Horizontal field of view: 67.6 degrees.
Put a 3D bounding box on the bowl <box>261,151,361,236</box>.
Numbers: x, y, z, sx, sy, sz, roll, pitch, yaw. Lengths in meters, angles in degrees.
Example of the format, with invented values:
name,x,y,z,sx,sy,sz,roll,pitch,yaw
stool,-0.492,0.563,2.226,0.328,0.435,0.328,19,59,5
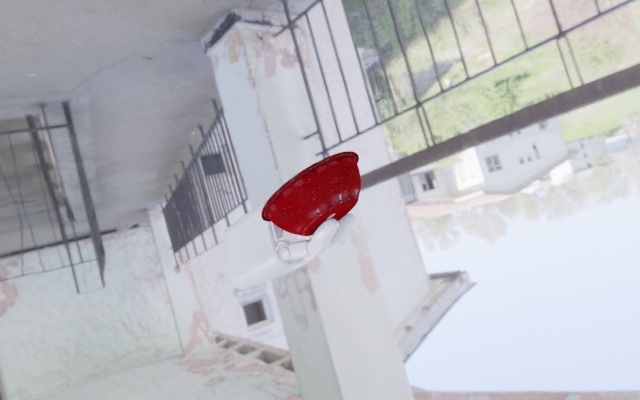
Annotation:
name,x,y,z,sx,sy,sz,roll,pitch,yaw
bowl,0.001,0.002,0.664,0.162,0.055,0.162,-31,-15,-10
